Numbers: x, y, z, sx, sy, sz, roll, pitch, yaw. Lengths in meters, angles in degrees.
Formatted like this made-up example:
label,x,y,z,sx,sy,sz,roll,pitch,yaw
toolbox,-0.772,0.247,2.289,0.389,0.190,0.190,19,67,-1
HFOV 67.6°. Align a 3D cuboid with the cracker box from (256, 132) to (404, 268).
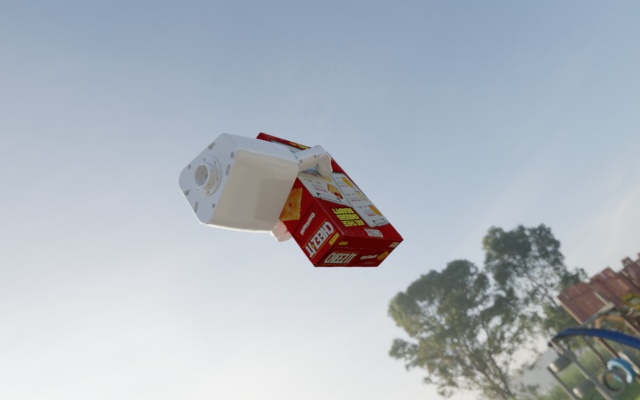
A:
label,x,y,z,sx,sy,sz,roll,pitch,yaw
cracker box,0.000,0.002,0.708,0.164,0.072,0.213,9,36,-52
